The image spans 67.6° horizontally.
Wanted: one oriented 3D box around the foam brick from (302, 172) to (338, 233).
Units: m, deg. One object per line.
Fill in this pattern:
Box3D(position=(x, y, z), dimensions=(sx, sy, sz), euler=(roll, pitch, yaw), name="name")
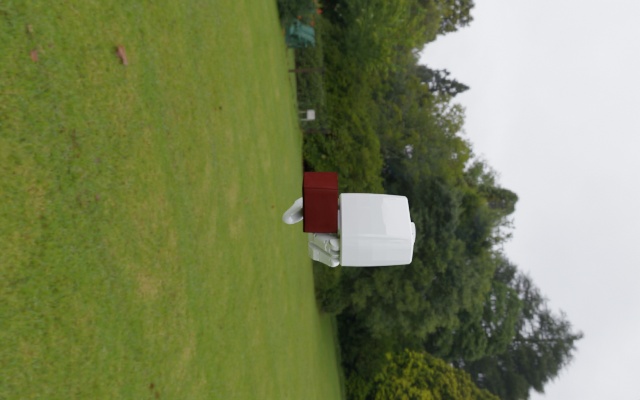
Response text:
Box3D(position=(0.000, 0.002, 0.703), dimensions=(0.051, 0.078, 0.053), euler=(1, 31, 1), name="foam brick")
